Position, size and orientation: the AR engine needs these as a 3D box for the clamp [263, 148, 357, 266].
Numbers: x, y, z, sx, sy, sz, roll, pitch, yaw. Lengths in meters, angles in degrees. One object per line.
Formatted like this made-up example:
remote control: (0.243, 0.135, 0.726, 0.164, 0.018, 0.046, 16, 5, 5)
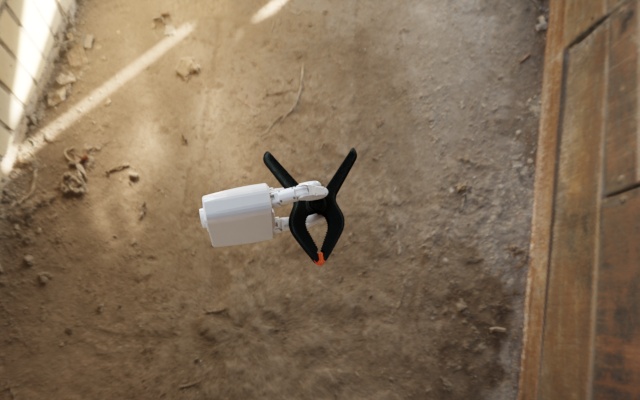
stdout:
clamp: (0.000, 0.003, 0.815, 0.164, 0.210, 0.036, -10, -13, -9)
